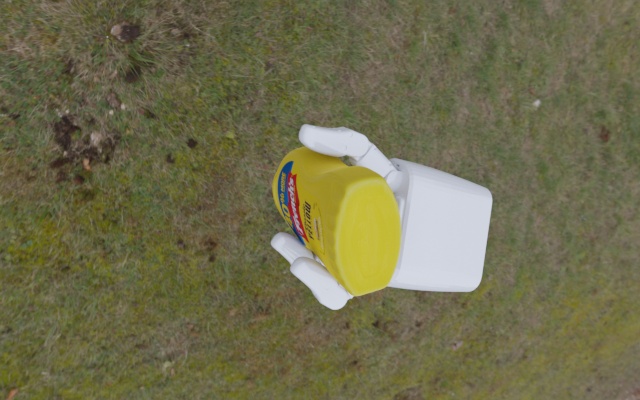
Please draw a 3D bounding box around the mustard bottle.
[{"bbox_3d":[0.000,0.002,0.432,0.058,0.096,0.191,-14,23,-19],"label":"mustard bottle"}]
